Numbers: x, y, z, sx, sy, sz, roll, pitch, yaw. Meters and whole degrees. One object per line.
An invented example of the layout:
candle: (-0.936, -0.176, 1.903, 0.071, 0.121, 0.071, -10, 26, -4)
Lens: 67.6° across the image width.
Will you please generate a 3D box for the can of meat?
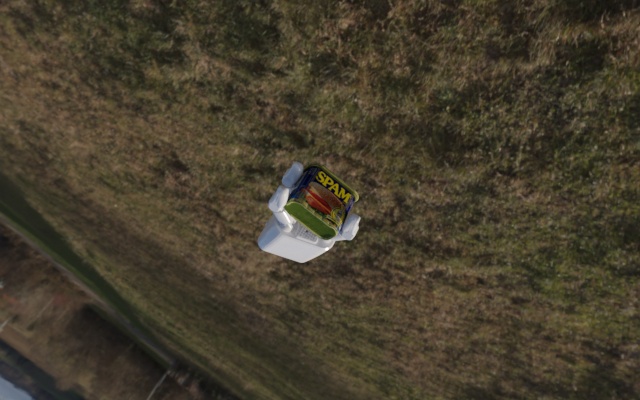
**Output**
can of meat: (0.000, 0.003, 0.780, 0.102, 0.084, 0.057, 38, -33, -13)
